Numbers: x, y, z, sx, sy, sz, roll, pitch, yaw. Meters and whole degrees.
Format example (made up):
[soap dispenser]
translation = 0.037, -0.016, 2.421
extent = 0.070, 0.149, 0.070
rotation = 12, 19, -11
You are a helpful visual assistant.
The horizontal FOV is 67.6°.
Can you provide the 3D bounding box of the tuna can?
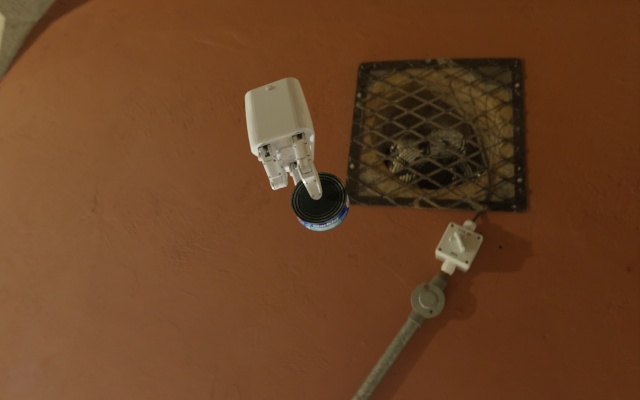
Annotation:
[tuna can]
translation = 0.000, 0.003, 0.719
extent = 0.086, 0.086, 0.034
rotation = 0, -26, 14
